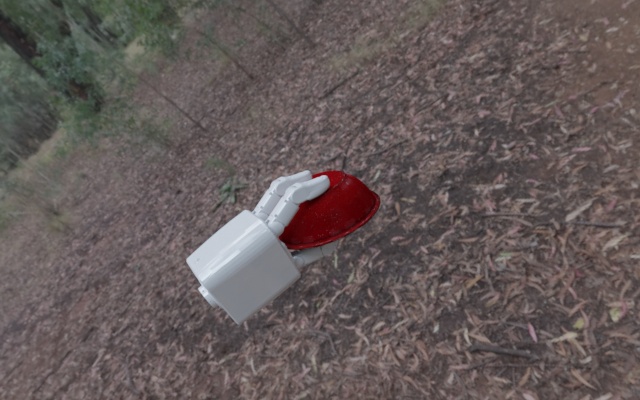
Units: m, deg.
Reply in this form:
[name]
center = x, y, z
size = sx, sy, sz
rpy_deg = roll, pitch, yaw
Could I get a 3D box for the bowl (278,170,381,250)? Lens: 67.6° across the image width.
[bowl]
center = 0.001, 0.001, 0.675
size = 0.162, 0.055, 0.162
rpy_deg = -19, 21, 8
